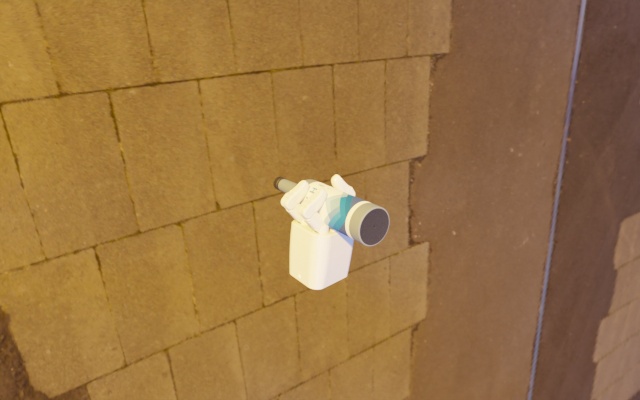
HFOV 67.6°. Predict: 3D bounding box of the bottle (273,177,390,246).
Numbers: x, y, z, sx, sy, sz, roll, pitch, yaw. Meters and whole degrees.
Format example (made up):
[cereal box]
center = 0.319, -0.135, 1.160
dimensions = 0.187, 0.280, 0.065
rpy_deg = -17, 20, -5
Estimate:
[bottle]
center = 0.000, 0.003, 0.871
dimensions = 0.069, 0.069, 0.295
rpy_deg = 0, 15, -37
